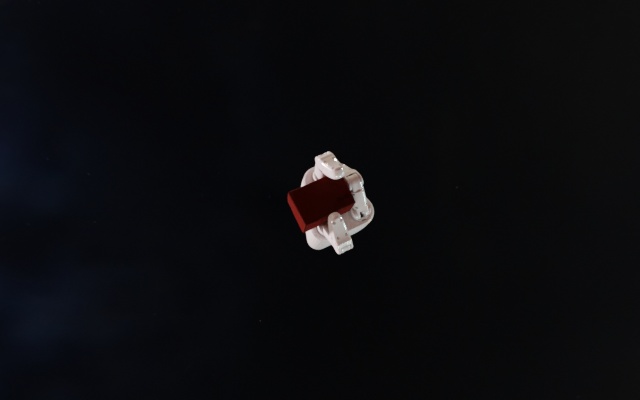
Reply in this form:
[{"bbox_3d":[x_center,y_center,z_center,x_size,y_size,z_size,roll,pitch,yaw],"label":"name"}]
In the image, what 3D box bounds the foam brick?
[{"bbox_3d":[0.000,0.002,0.652,0.078,0.053,0.051,-24,-10,-13],"label":"foam brick"}]
